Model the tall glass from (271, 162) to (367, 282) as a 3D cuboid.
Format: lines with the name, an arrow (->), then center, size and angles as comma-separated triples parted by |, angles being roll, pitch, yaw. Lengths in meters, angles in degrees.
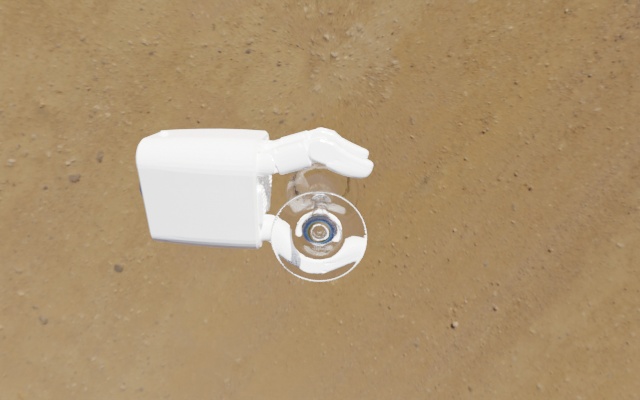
tall glass -> 0.000, 0.002, 0.460 | 0.079, 0.079, 0.201 | 0, 16, 1
